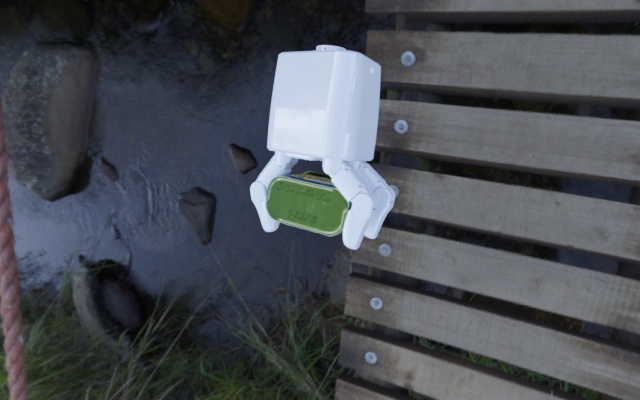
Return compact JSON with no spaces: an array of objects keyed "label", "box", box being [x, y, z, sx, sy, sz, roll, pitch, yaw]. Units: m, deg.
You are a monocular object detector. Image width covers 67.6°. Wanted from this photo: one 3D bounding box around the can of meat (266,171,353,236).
[{"label":"can of meat","box":[0.000,0.002,0.539,0.102,0.057,0.084,13,10,22]}]
